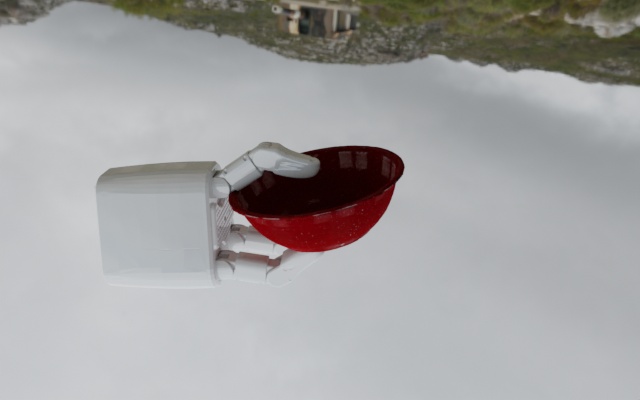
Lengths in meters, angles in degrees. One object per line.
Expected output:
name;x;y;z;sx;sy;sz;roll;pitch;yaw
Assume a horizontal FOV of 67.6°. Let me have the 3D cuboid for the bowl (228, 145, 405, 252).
bowl;0.001;0.002;0.443;0.162;0.055;0.162;-11;23;5
